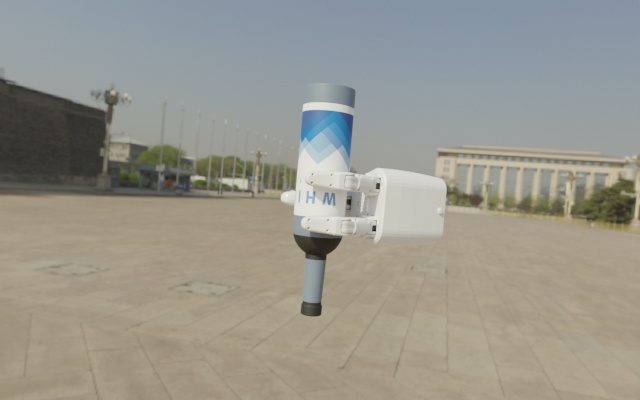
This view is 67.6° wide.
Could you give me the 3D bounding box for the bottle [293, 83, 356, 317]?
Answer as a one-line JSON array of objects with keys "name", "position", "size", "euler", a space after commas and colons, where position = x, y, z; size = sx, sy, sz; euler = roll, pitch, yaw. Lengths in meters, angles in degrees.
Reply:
[{"name": "bottle", "position": [0.000, 0.002, 0.622], "size": [0.069, 0.295, 0.069], "euler": [5, 1, 0]}]
